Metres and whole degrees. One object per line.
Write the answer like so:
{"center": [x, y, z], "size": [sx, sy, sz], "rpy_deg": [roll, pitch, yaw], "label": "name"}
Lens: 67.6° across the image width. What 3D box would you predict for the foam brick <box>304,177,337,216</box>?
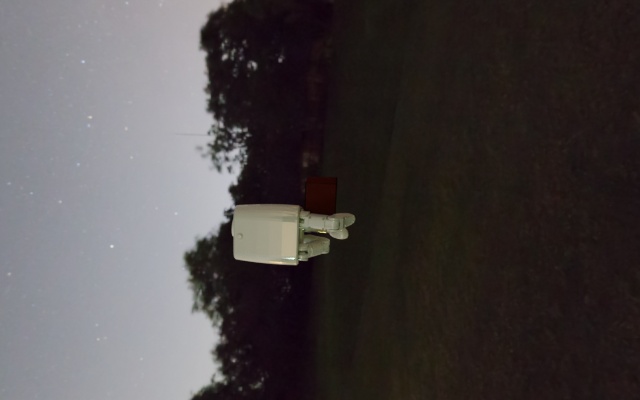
{"center": [0.000, 0.002, 0.795], "size": [0.051, 0.078, 0.053], "rpy_deg": [4, 13, 4], "label": "foam brick"}
